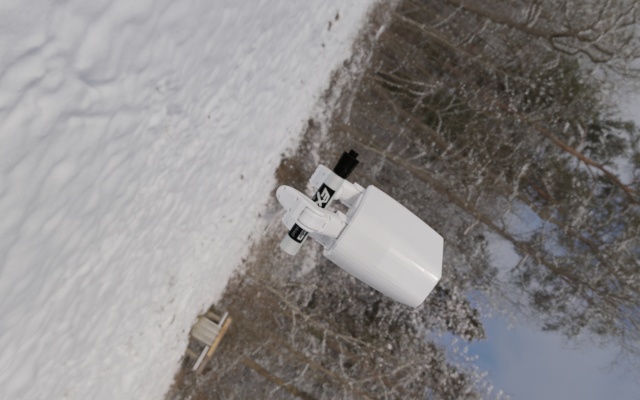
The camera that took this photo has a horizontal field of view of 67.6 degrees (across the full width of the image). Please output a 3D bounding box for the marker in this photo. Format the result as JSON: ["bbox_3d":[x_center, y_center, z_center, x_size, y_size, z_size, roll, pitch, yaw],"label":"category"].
[{"bbox_3d":[0.000,0.002,0.473,0.020,0.121,0.020,33,10,-7],"label":"marker"}]
